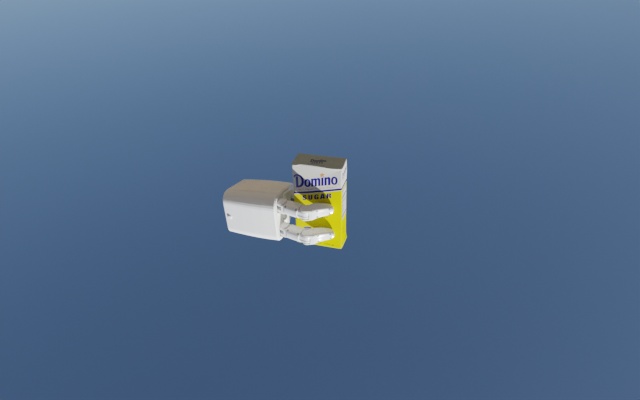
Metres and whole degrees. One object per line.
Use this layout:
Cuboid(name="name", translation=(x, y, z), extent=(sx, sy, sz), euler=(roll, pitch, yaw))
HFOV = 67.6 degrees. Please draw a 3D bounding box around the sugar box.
Cuboid(name="sugar box", translation=(0.000, 0.003, 0.880), extent=(0.093, 0.176, 0.048), euler=(7, 37, 14))
